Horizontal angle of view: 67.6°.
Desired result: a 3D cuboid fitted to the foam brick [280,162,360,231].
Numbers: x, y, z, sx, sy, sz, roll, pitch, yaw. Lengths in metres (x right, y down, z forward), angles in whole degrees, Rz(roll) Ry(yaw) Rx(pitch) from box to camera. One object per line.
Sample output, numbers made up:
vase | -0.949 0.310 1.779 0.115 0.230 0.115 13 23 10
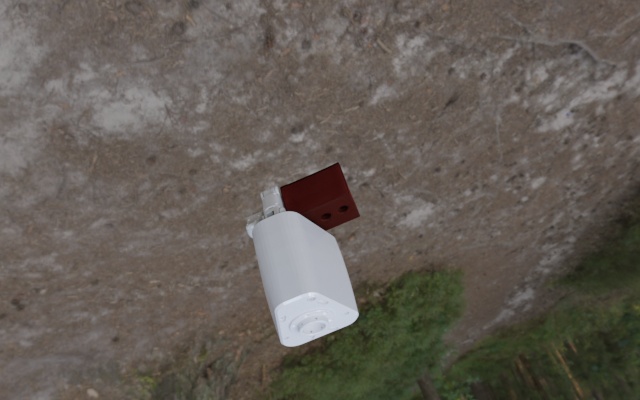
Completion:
foam brick | 0.000 0.002 0.570 0.078 0.051 0.053 -24 -40 5
